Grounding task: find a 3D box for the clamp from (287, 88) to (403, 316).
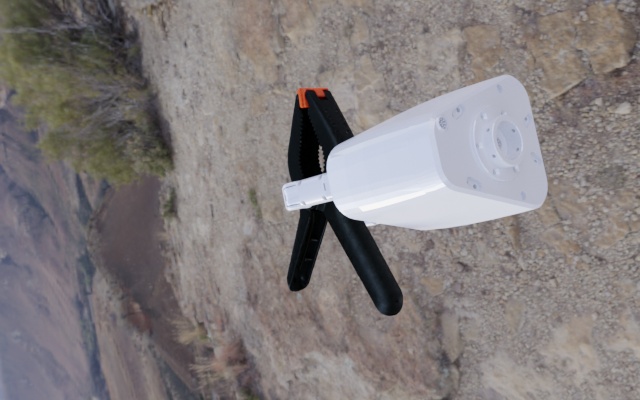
[{"bbox_3d":[-0.001,0.001,0.454,0.036,0.210,0.164,-9,-3,-35],"label":"clamp"}]
